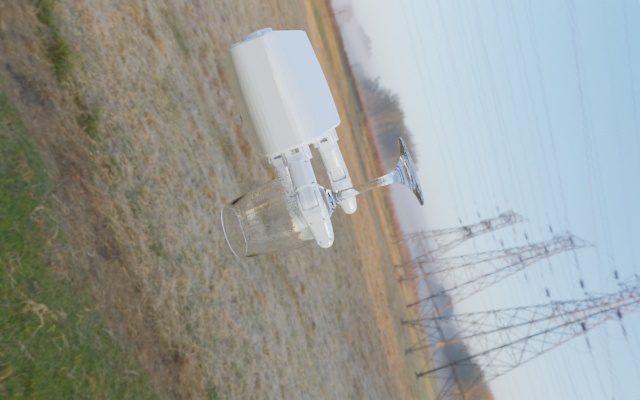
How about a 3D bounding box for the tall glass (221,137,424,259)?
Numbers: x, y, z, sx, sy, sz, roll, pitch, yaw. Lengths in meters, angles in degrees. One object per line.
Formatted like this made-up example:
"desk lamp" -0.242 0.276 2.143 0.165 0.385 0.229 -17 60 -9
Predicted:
"tall glass" 0.001 0.002 0.501 0.201 0.079 0.079 -19 -2 6
